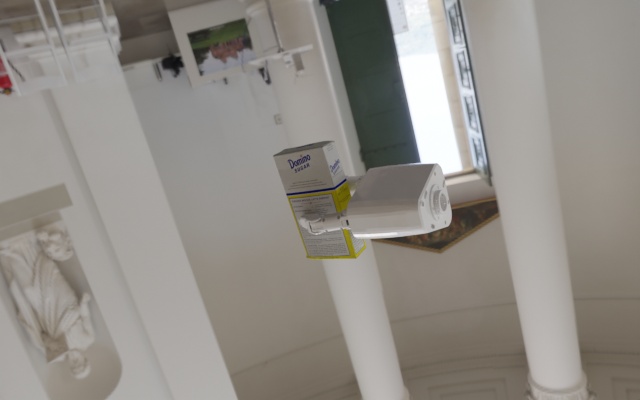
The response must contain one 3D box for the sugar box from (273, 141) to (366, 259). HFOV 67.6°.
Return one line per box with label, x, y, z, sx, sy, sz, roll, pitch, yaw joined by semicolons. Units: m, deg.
sugar box;0.001;0.002;0.720;0.093;0.176;0.048;-5;17;34
